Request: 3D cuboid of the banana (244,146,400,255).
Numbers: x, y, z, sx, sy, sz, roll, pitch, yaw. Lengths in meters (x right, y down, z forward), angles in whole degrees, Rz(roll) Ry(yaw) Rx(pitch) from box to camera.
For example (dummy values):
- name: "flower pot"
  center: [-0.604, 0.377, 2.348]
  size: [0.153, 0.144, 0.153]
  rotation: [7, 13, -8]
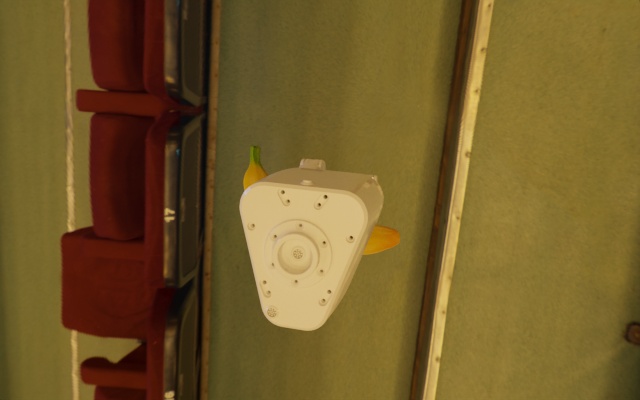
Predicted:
- name: "banana"
  center: [-0.012, 0.016, 0.524]
  size: [0.198, 0.069, 0.037]
  rotation: [32, 9, 7]
